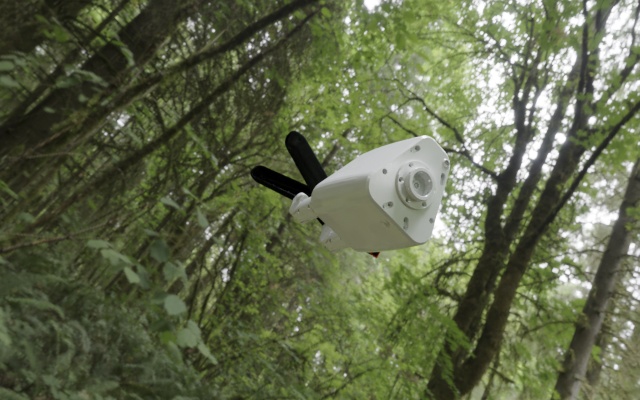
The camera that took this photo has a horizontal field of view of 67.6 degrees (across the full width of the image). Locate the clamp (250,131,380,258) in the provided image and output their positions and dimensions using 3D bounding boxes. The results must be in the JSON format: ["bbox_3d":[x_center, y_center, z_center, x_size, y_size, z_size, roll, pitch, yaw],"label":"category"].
[{"bbox_3d":[0.001,0.002,0.643,0.210,0.036,0.164,43,-24,-17],"label":"clamp"}]
